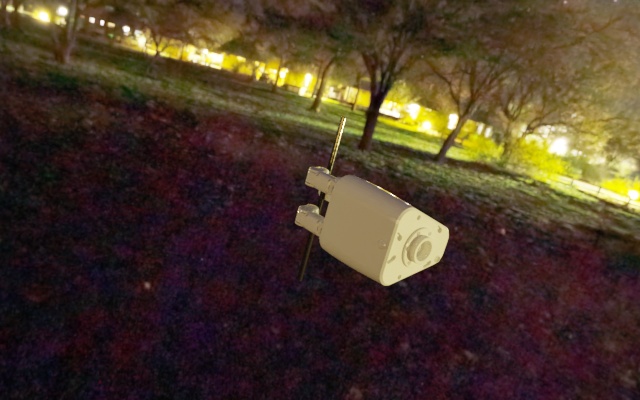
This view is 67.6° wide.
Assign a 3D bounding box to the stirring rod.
[{"bbox_3d":[0.000,0.002,0.665,0.011,0.239,0.011,14,13,-3],"label":"stirring rod"}]
